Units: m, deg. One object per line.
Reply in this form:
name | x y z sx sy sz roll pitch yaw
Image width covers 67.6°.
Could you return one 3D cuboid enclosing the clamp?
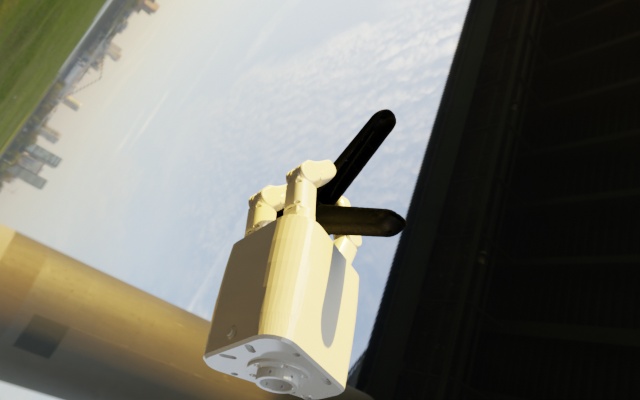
clamp | 0.000 0.002 0.480 0.210 0.164 0.036 -29 -57 36
